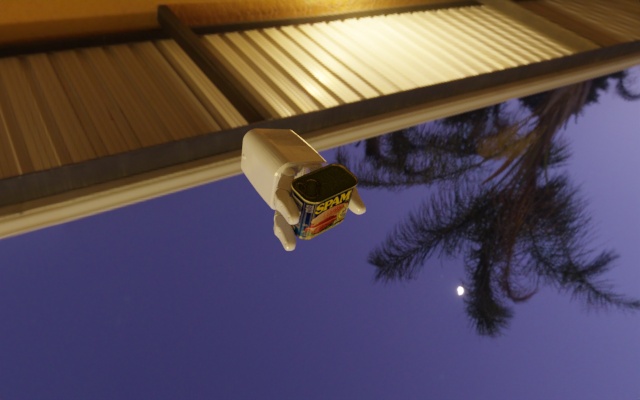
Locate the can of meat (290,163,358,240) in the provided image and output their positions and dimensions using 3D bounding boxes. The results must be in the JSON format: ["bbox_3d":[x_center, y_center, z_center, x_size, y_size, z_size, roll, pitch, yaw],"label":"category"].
[{"bbox_3d":[0.000,0.003,0.726,0.102,0.084,0.057,-25,55,-34],"label":"can of meat"}]
